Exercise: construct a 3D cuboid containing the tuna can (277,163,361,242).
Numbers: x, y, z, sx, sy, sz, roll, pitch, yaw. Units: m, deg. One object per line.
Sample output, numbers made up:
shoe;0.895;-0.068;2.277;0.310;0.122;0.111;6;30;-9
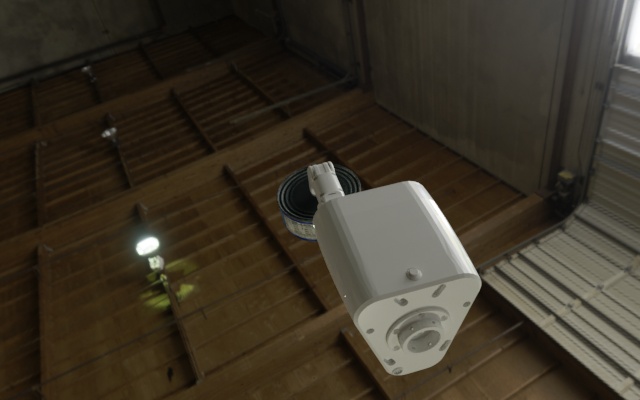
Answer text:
tuna can;0.000;0.002;0.492;0.086;0.034;0.086;-6;43;6
